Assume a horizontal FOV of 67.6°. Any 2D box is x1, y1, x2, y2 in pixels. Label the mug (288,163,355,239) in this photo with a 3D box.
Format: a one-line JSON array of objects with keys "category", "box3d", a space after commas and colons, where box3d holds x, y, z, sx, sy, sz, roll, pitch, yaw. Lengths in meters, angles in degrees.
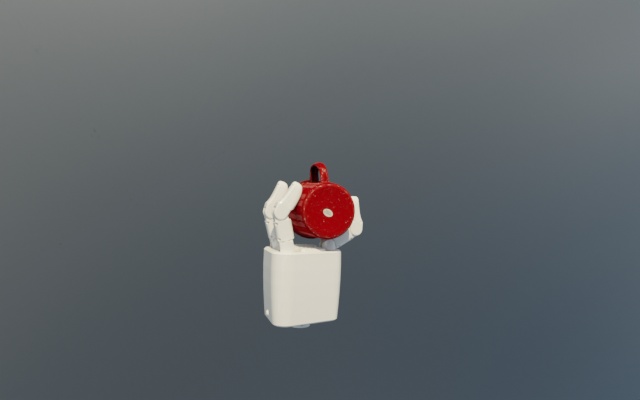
[{"category": "mug", "box3d": [0.000, 0.001, 0.709, 0.093, 0.117, 0.081, 0, 1, -19]}]
